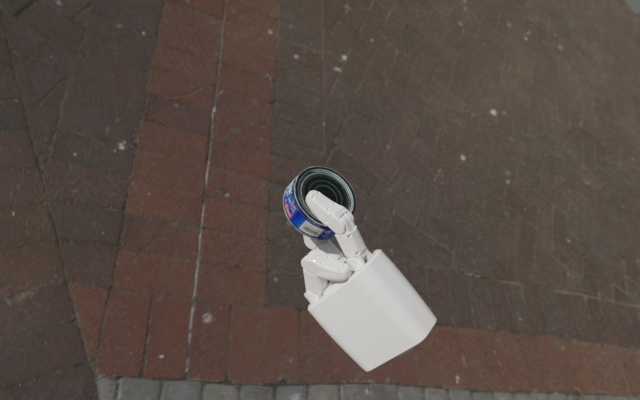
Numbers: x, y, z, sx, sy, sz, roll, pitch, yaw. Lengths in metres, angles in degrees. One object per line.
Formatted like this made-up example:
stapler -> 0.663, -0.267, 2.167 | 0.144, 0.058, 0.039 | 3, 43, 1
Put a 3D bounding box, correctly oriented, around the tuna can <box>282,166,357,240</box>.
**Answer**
tuna can -> 0.000, 0.002, 0.575 | 0.086, 0.086, 0.034 | 0, -27, -28
